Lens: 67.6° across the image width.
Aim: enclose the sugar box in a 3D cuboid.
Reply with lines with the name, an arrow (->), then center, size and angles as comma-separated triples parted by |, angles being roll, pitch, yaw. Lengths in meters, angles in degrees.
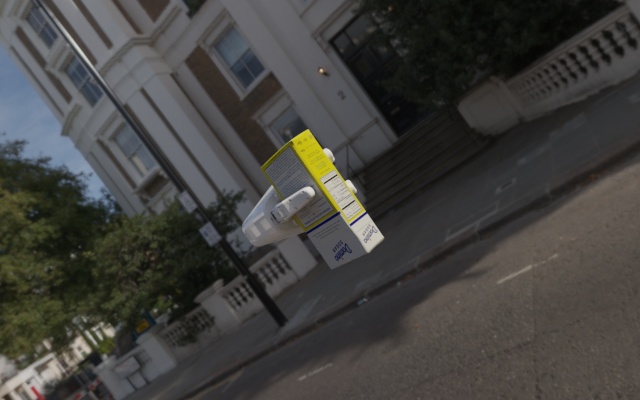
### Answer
sugar box -> 0.000, 0.002, 0.648 | 0.048, 0.176, 0.093 | -38, 3, -37
